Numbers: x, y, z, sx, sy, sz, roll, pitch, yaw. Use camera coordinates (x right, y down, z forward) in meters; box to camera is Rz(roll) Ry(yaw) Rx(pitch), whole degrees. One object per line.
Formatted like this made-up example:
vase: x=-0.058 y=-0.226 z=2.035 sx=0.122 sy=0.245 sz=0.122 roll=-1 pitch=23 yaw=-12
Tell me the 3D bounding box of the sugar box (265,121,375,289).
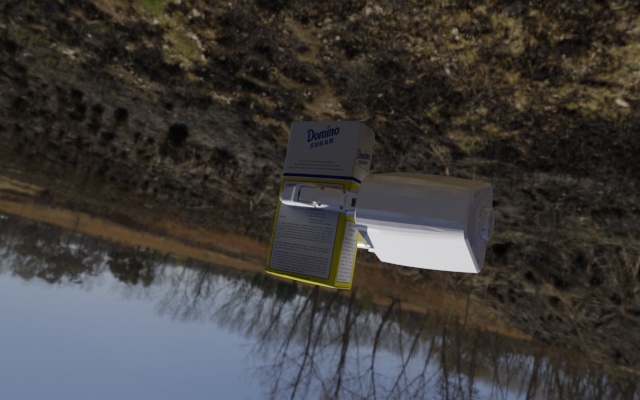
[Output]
sugar box: x=0.000 y=0.002 z=0.527 sx=0.093 sy=0.176 sz=0.048 roll=6 pitch=-10 yaw=32
